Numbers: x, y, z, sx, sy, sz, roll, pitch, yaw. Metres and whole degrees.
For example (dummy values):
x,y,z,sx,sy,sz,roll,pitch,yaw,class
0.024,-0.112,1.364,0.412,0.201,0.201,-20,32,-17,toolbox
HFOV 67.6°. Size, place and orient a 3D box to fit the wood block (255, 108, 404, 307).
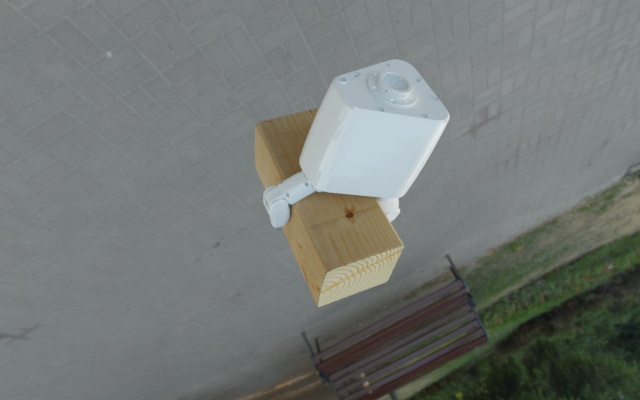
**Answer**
x,y,z,sx,sy,sz,roll,pitch,yaw,class
0.000,0.002,0.554,0.091,0.206,0.090,-16,-31,-18,wood block
